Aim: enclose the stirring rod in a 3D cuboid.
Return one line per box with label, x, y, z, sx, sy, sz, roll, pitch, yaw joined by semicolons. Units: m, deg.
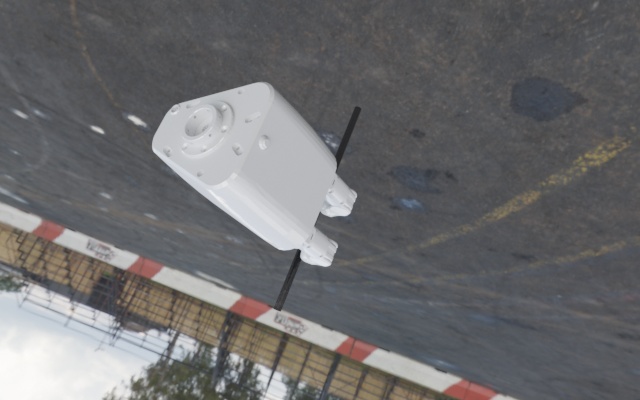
stirring rod;0.000;0.002;0.506;0.011;0.239;0.011;20;-18;7
